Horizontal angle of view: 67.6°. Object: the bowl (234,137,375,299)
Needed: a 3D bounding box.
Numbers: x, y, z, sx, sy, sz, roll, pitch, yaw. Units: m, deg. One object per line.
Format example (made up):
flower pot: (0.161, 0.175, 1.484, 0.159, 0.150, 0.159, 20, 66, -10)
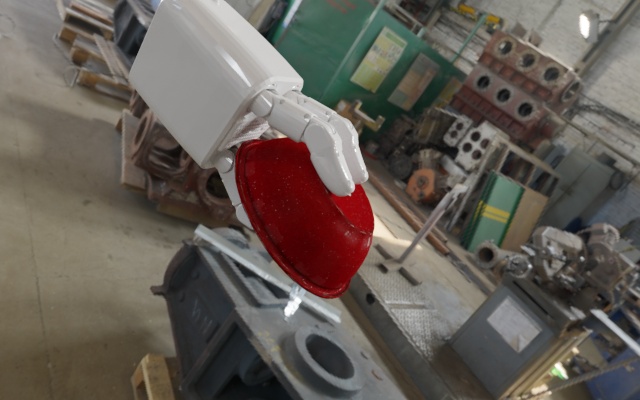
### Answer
bowl: (0.001, 0.002, 0.420, 0.055, 0.162, 0.162, -31, -13, 21)
